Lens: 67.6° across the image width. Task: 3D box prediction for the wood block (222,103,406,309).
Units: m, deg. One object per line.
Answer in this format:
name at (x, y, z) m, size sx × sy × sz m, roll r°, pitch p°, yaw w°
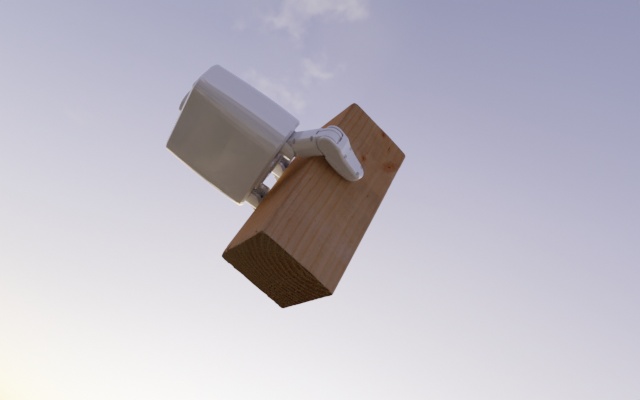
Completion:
wood block at (0.000, 0.001, 0.512) m, size 0.091 × 0.090 × 0.206 m, roll -29°, pitch 22°, yaw 49°
